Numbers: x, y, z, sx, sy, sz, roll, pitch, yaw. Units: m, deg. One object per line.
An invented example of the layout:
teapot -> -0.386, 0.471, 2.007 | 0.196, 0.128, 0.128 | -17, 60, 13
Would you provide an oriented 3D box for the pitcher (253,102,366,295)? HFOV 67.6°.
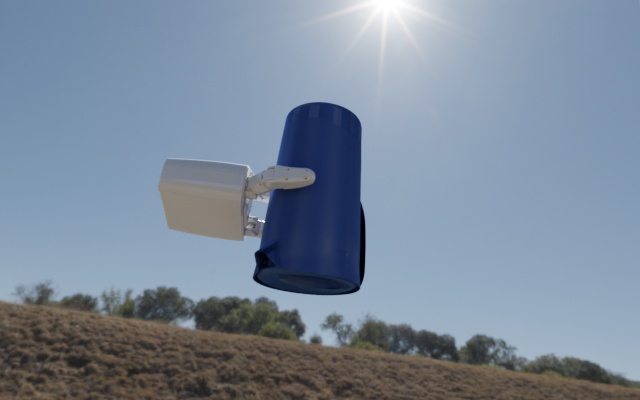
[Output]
pitcher -> 0.000, 0.002, 0.636 | 0.145, 0.242, 0.149 | 6, -22, 0
